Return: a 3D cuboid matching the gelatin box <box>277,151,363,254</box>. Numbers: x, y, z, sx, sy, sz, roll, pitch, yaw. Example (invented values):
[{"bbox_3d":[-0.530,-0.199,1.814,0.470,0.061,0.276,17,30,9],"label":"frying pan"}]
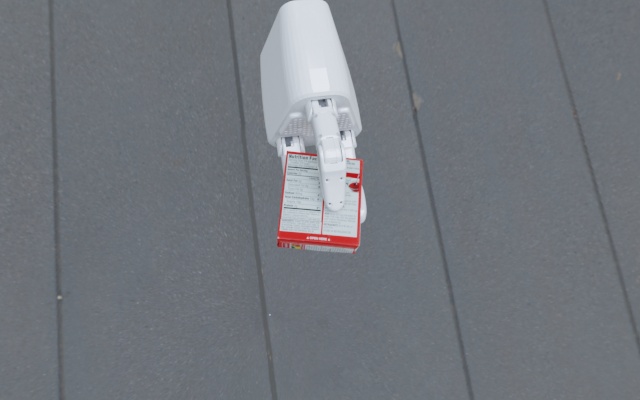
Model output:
[{"bbox_3d":[0.000,0.002,0.442,0.073,0.089,0.030,5,-22,-3],"label":"gelatin box"}]
